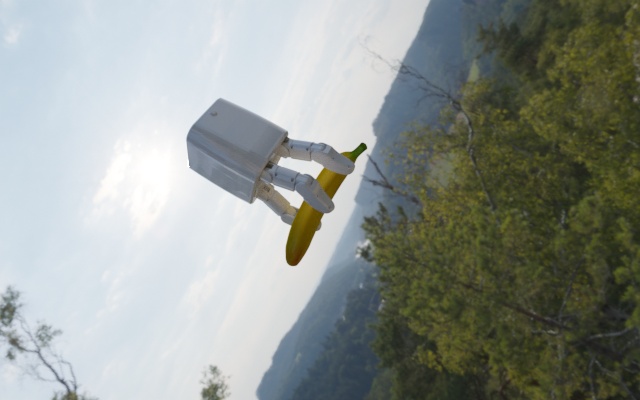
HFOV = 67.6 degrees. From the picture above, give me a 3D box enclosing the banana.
[{"bbox_3d":[-0.003,0.003,0.655,0.037,0.197,0.069,32,-17,-7],"label":"banana"}]
